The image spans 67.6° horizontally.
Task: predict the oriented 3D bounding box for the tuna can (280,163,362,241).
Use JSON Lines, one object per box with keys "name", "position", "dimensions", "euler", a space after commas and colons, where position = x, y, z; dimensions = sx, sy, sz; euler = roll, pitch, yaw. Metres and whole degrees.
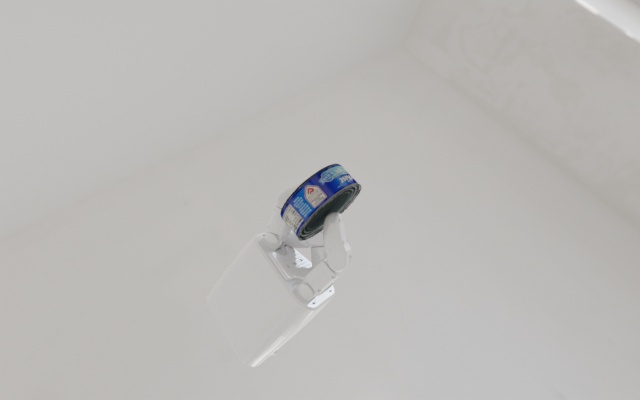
{"name": "tuna can", "position": [0.000, 0.001, 0.499], "dimensions": [0.086, 0.033, 0.086], "euler": [-39, -14, -12]}
